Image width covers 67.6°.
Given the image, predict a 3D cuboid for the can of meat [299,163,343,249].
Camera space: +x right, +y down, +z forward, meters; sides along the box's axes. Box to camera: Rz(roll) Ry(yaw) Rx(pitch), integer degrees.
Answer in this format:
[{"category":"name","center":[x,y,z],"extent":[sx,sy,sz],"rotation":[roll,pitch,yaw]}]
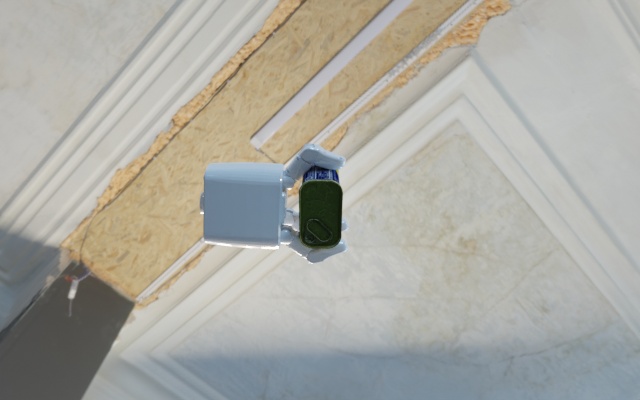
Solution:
[{"category":"can of meat","center":[0.000,0.002,0.663],"extent":[0.057,0.102,0.084],"rotation":[0,26,0]}]
